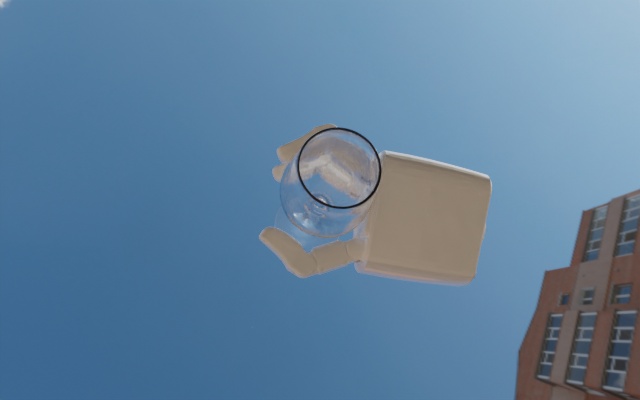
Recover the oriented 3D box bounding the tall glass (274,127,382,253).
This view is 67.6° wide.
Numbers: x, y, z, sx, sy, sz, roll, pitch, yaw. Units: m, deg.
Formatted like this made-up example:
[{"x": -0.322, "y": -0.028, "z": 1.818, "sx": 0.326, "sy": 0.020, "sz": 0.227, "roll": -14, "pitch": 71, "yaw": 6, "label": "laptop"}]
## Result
[{"x": 0.000, "y": 0.002, "z": 0.434, "sx": 0.079, "sy": 0.079, "sz": 0.201, "roll": 0, "pitch": -15, "yaw": -8, "label": "tall glass"}]
